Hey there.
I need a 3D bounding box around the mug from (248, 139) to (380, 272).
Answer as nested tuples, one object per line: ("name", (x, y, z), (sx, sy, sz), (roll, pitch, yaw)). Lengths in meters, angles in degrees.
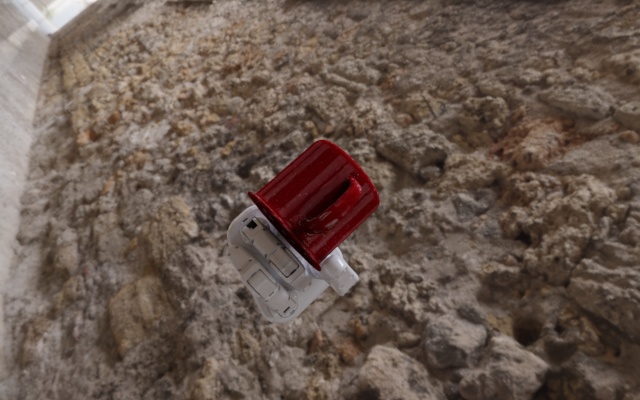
("mug", (0.001, 0.001, 0.407), (0.081, 0.093, 0.117), (-43, 11, -9))
